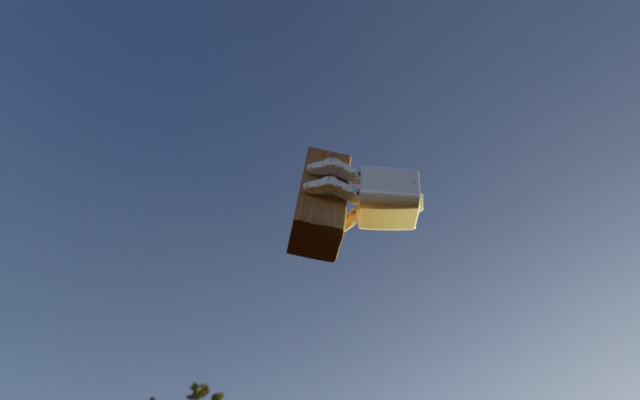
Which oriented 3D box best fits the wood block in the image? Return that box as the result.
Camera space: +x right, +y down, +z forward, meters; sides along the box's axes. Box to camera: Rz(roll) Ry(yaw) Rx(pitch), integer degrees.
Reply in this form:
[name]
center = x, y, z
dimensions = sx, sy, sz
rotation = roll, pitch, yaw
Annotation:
[wood block]
center = 0.000, 0.003, 0.891
dimensions = 0.090, 0.091, 0.206
rotation = 11, 42, -2
